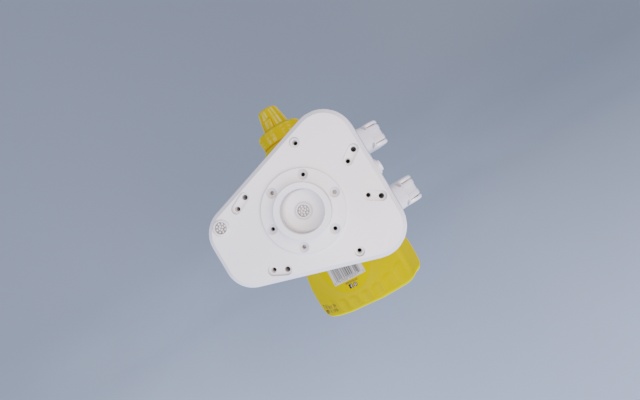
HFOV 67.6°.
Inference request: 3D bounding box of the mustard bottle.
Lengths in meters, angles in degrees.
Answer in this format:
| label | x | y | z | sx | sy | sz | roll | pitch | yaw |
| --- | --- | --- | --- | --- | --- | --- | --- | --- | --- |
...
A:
| label | x | y | z | sx | sy | sz | roll | pitch | yaw |
| --- | --- | --- | --- | --- | --- | --- | --- | --- | --- |
| mustard bottle | 0.000 | 0.002 | 0.425 | 0.096 | 0.191 | 0.058 | -32 | -1 | 29 |
